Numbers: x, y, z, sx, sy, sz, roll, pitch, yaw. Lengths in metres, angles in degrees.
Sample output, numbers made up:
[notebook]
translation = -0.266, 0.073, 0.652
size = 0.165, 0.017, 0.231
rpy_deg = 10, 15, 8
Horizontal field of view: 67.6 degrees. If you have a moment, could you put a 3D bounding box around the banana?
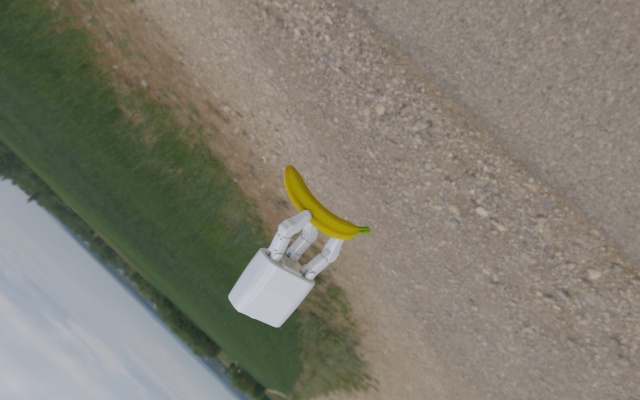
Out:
[banana]
translation = -0.008, 0.010, 0.842
size = 0.197, 0.037, 0.069
rpy_deg = 41, 35, 16
